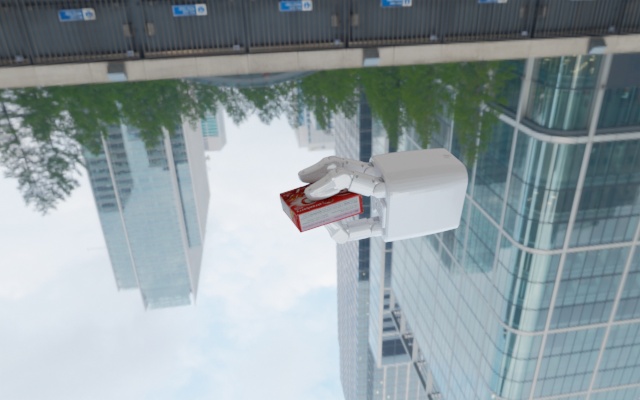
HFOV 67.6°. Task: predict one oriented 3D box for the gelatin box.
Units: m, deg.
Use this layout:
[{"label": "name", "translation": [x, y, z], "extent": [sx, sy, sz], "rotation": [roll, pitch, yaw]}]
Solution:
[{"label": "gelatin box", "translation": [0.000, 0.003, 0.615], "extent": [0.089, 0.030, 0.073], "rotation": [-18, 28, -15]}]
